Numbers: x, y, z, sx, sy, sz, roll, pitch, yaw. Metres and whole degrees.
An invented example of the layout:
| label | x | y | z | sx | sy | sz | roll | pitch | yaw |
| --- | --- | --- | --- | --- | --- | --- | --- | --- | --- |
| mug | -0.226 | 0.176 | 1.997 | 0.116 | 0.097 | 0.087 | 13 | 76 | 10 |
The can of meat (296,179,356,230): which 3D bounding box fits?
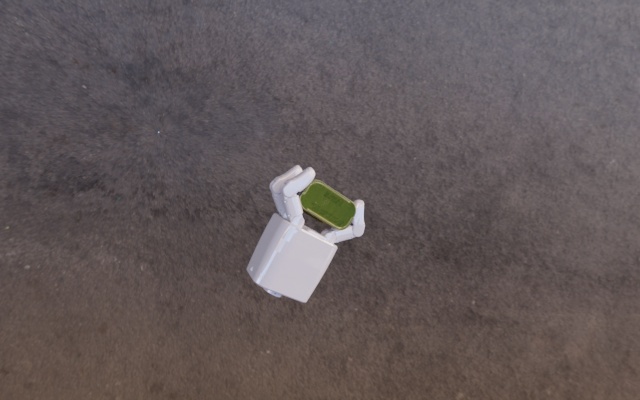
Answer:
| label | x | y | z | sx | sy | sz | roll | pitch | yaw |
| --- | --- | --- | --- | --- | --- | --- | --- | --- | --- |
| can of meat | 0.000 | 0.003 | 0.781 | 0.102 | 0.057 | 0.084 | 32 | -3 | -20 |
